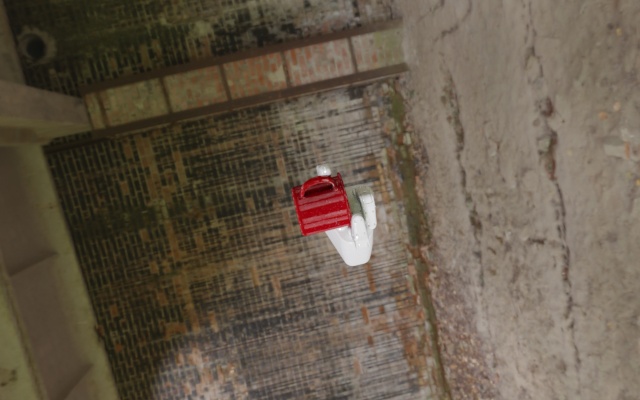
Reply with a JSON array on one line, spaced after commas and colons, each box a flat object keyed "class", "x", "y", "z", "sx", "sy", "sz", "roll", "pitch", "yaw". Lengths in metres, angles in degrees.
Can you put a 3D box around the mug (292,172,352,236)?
[{"class": "mug", "x": 0.000, "y": 0.002, "z": 0.756, "sx": 0.081, "sy": 0.093, "sz": 0.117, "roll": -14, "pitch": -33, "yaw": -2}]
